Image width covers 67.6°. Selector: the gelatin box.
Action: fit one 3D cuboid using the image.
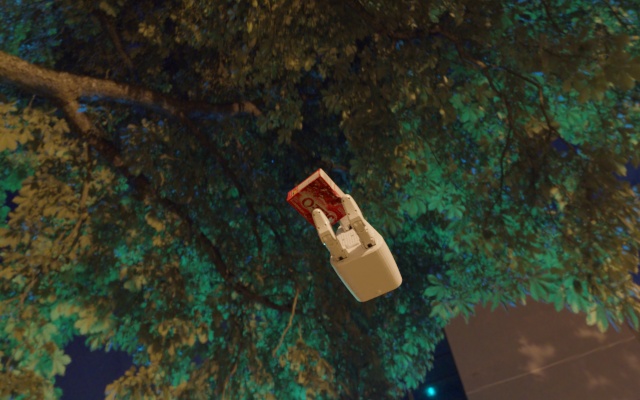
[{"bbox_3d":[0.000,0.002,0.798,0.073,0.089,0.030,-36,25,18],"label":"gelatin box"}]
